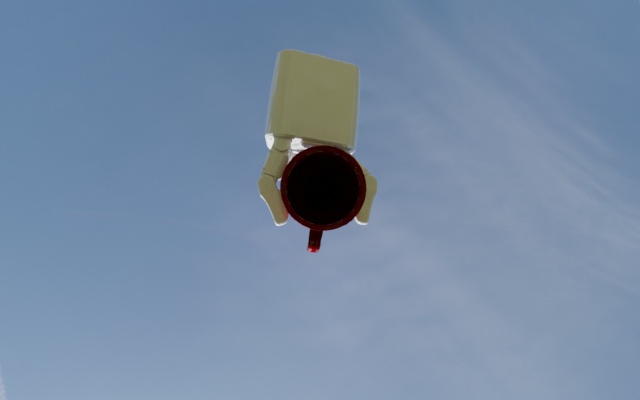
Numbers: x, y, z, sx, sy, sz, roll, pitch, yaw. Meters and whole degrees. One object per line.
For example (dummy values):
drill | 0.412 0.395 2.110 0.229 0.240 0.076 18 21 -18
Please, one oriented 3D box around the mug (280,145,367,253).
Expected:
mug | 0.000 0.003 0.551 0.093 0.117 0.081 6 -6 -2
